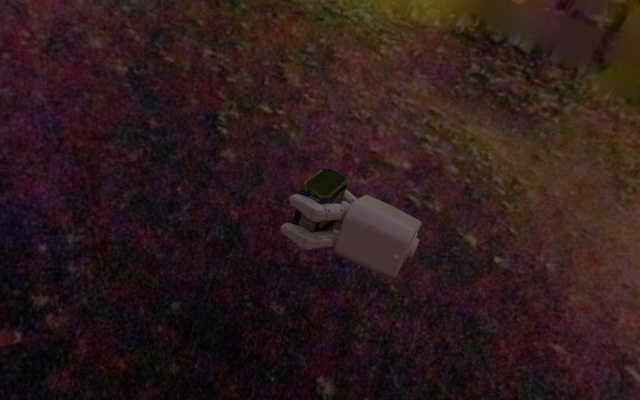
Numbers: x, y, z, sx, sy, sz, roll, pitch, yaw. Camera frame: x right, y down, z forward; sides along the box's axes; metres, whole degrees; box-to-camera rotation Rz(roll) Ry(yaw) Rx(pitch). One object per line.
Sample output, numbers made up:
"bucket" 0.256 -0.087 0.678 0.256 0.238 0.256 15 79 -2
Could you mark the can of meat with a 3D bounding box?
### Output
"can of meat" 0.000 0.002 0.788 0.057 0.084 0.102 26 32 16
